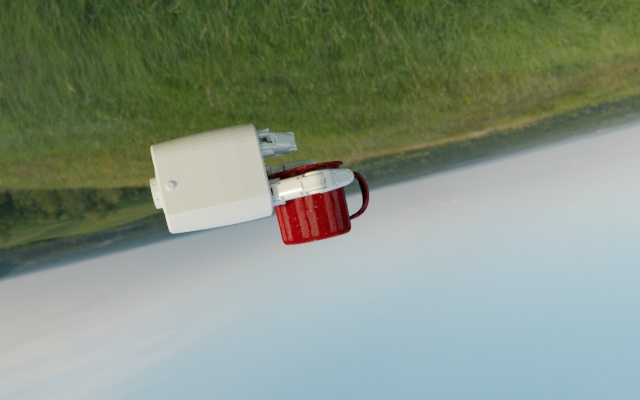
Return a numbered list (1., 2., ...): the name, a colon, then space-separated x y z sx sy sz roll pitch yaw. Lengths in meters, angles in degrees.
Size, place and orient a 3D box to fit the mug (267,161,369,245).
1. mug: 0.001 0.002 0.552 0.117 0.081 0.093 -12 -1 -13
